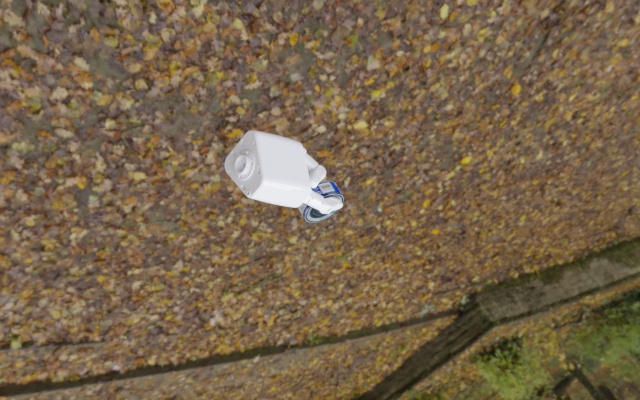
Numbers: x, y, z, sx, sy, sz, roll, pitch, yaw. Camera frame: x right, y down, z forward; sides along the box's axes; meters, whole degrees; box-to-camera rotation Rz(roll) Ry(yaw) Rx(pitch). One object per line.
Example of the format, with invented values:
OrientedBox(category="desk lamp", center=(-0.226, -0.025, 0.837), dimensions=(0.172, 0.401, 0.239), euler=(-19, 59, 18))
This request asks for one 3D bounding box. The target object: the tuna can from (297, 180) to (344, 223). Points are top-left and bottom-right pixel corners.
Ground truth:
OrientedBox(category="tuna can", center=(0.000, 0.003, 0.897), dimensions=(0.086, 0.033, 0.086), euler=(-23, -30, -14))
